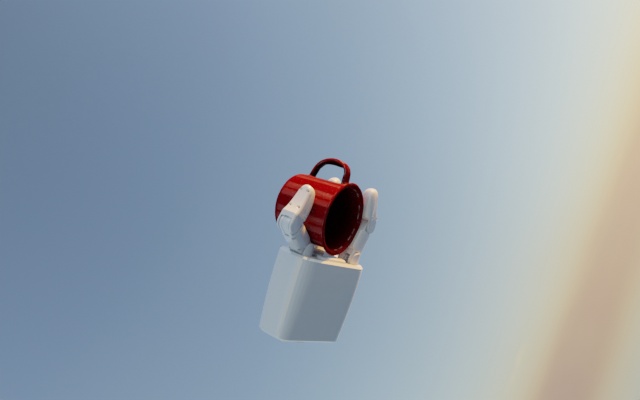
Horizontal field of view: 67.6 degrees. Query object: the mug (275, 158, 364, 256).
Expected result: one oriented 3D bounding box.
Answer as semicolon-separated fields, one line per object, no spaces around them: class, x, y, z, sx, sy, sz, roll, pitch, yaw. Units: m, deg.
mug;0.000;0.001;0.607;0.081;0.117;0.093;18;1;32
